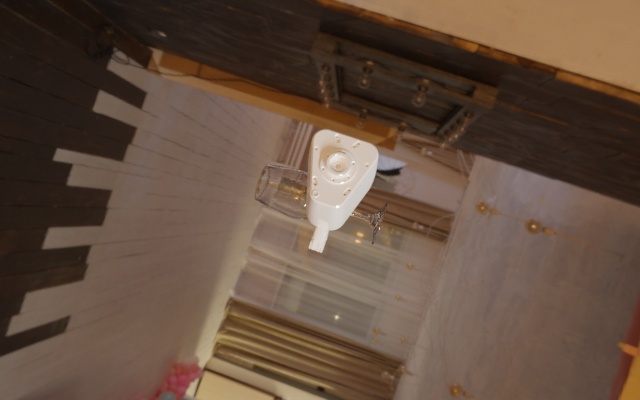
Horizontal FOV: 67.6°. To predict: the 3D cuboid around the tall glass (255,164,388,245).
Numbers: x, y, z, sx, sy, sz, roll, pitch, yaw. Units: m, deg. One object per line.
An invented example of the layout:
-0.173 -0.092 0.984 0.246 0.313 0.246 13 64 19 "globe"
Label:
0.001 0.003 0.758 0.201 0.079 0.079 19 1 4 "tall glass"
